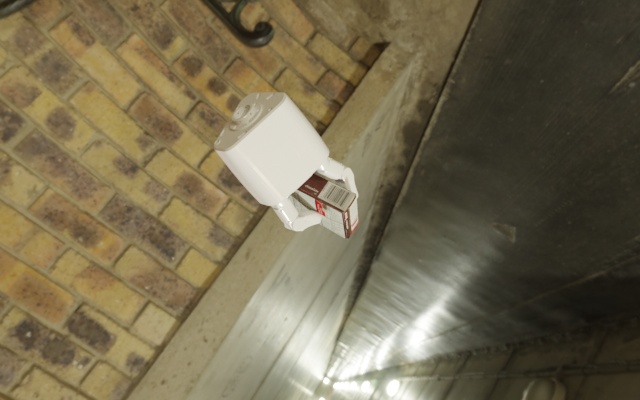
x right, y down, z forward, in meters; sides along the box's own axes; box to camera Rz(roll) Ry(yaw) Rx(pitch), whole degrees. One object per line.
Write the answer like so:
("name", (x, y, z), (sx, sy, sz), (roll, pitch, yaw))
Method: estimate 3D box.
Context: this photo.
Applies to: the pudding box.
("pudding box", (0.000, 0.002, 0.715), (0.113, 0.039, 0.090), (29, -22, 21))
